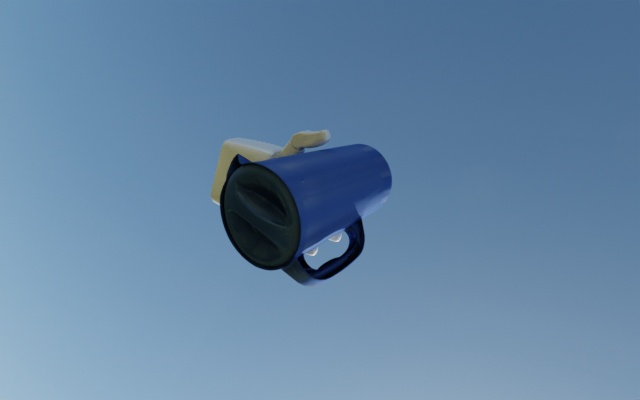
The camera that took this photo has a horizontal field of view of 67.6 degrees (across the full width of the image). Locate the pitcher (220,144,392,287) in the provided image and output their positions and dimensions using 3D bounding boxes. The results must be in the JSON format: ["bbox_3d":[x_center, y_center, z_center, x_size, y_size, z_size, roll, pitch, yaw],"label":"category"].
[{"bbox_3d":[0.000,0.002,0.648,0.145,0.149,0.243,16,24,35],"label":"pitcher"}]
